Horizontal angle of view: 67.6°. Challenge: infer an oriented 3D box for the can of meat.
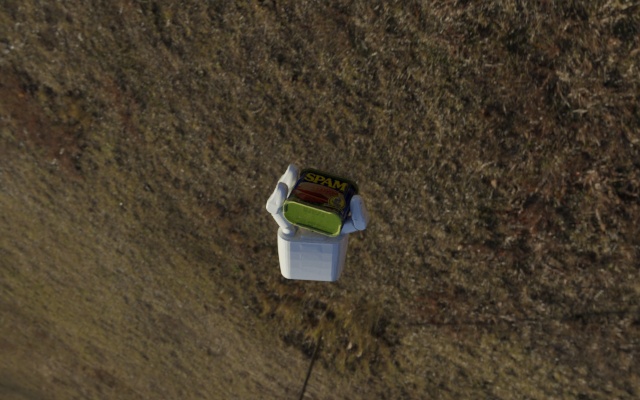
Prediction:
[{"bbox_3d":[0.000,0.003,0.757,0.102,0.057,0.084,16,44,11],"label":"can of meat"}]
